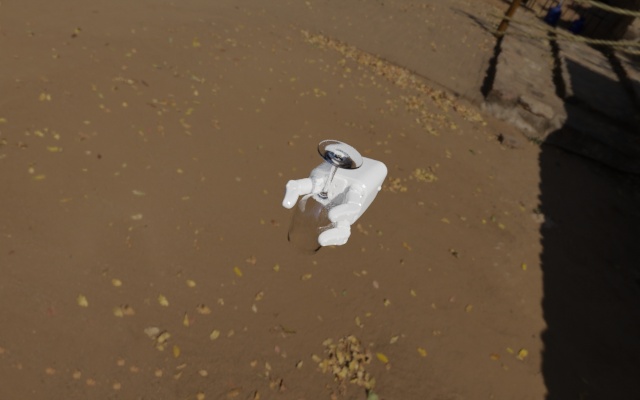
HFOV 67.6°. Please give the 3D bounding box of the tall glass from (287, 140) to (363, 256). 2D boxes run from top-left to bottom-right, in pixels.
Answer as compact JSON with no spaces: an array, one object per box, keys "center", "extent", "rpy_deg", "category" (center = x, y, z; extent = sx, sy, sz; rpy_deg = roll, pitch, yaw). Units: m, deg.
[{"center":[0.000,0.002,0.793],"extent":[0.079,0.201,0.079],"rpy_deg":[15,37,-11],"category":"tall glass"}]
